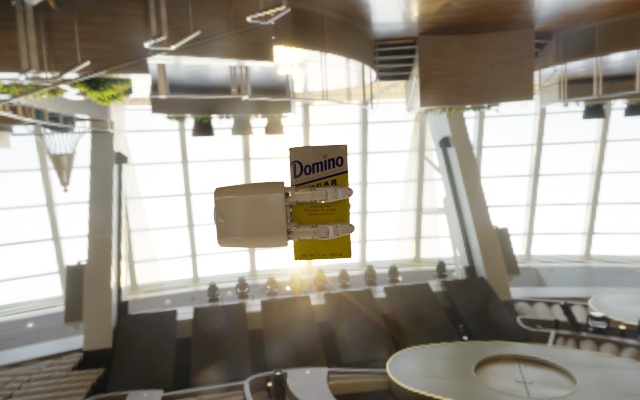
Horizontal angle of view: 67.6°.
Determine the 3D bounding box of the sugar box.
[{"bbox_3d":[0.000,0.003,0.742,0.093,0.176,0.048,-3,6,1],"label":"sugar box"}]
